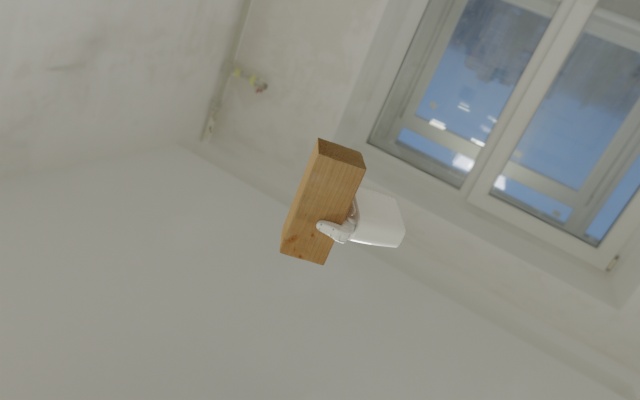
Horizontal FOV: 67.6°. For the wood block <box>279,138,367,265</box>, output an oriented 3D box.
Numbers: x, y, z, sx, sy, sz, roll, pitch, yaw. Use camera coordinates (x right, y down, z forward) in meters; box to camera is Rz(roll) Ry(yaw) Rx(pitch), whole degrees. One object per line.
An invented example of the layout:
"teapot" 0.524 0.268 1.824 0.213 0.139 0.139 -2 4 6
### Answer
"wood block" 0.000 0.003 0.882 0.090 0.206 0.090 18 23 -10
